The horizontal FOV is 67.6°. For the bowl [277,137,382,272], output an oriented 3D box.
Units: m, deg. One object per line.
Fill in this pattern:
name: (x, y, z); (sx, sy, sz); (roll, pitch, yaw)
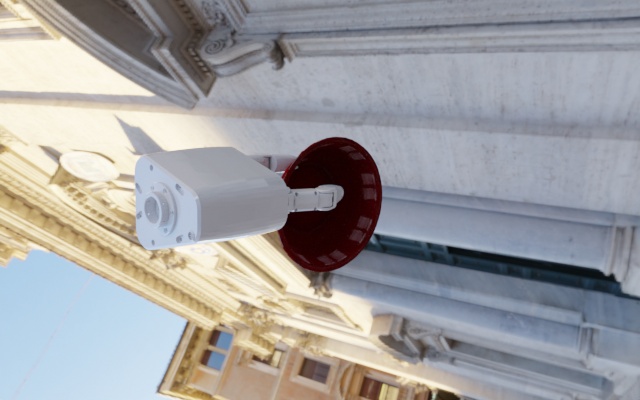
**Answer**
bowl: (0.001, 0.002, 0.581); (0.162, 0.162, 0.055); (0, 10, -39)
